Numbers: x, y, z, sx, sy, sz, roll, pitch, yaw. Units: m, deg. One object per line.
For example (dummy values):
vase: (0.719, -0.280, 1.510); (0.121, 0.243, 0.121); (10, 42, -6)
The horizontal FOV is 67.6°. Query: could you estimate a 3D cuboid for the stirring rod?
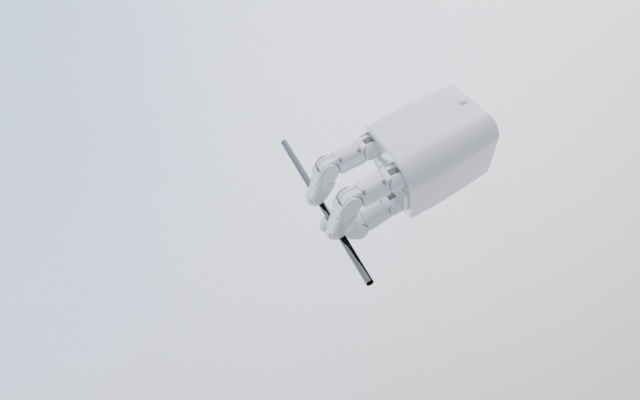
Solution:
stirring rod: (0.000, 0.002, 0.532); (0.011, 0.011, 0.239); (0, 39, -30)
